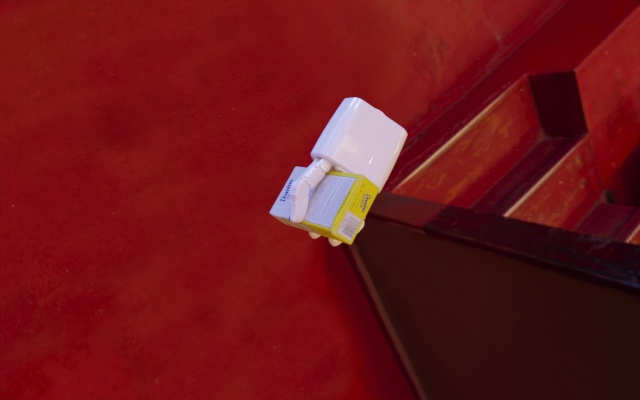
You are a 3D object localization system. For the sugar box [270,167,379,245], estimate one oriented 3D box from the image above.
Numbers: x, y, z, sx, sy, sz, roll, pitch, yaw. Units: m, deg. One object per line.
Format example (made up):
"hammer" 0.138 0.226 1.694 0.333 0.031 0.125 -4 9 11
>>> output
"sugar box" 0.001 0.003 0.718 0.048 0.093 0.176 35 -12 -30
